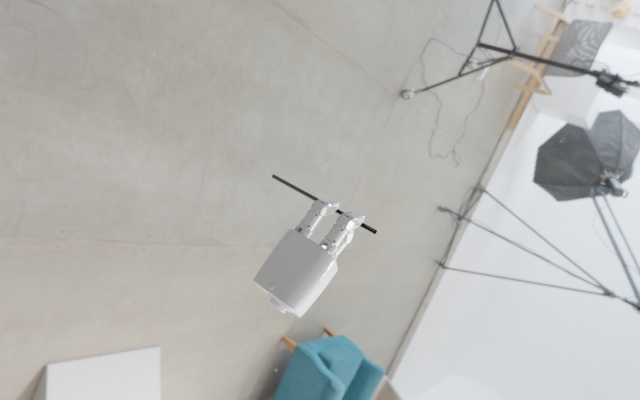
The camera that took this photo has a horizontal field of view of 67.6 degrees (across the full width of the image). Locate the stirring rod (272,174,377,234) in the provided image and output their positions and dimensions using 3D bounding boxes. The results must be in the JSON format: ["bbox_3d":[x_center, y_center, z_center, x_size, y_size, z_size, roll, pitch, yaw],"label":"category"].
[{"bbox_3d":[0.000,0.003,0.844,0.239,0.011,0.011,29,16,31],"label":"stirring rod"}]
